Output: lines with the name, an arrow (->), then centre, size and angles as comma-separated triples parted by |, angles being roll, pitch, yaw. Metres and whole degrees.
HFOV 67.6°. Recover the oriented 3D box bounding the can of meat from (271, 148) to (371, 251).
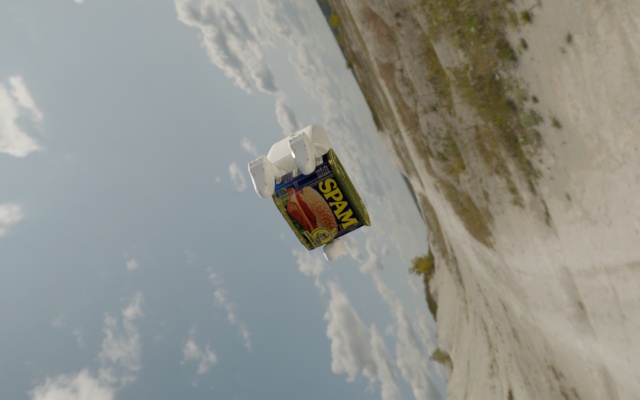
can of meat -> 0.000, 0.002, 0.572 | 0.084, 0.102, 0.057 | -26, 27, 10
